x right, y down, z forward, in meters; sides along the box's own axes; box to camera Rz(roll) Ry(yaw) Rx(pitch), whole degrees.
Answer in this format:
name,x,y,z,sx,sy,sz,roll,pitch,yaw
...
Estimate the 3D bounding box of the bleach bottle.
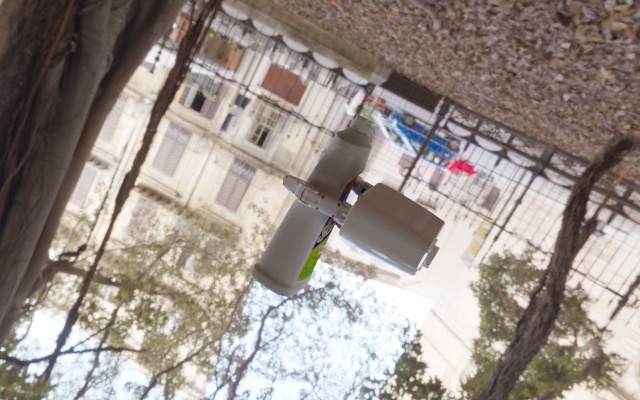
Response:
name,x,y,z,sx,sy,sz,roll,pitch,yaw
bleach bottle,0.000,0.002,0.639,0.068,0.251,0.102,30,11,15
